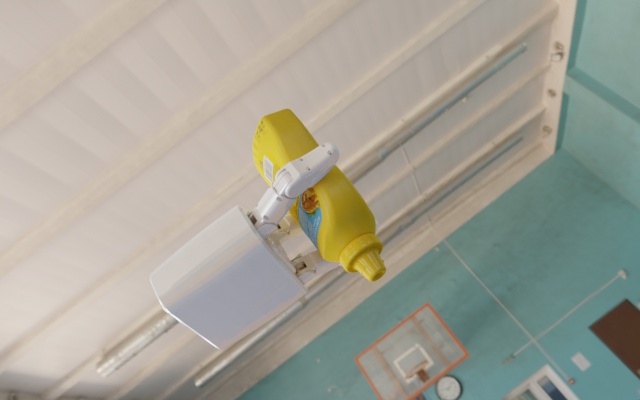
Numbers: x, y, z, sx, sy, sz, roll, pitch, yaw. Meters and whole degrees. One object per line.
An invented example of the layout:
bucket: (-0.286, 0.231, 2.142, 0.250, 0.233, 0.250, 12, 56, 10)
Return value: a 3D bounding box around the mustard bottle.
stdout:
mustard bottle: (0.000, 0.001, 0.466, 0.058, 0.191, 0.096, -23, -35, -23)
